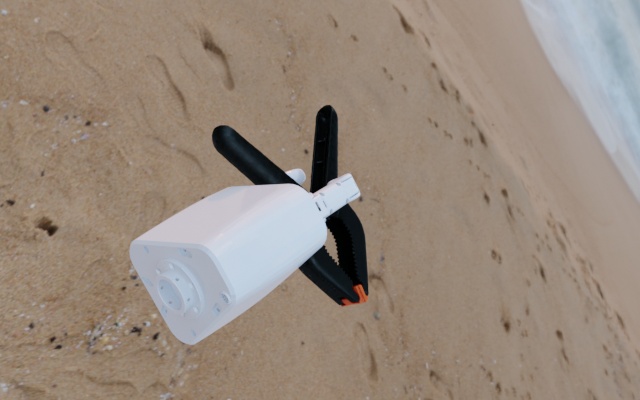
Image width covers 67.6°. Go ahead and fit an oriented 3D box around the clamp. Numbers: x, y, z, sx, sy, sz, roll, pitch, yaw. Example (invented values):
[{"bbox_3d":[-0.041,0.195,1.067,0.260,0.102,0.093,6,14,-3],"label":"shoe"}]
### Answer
[{"bbox_3d":[0.001,0.002,0.476,0.036,0.210,0.164,-22,8,43],"label":"clamp"}]
